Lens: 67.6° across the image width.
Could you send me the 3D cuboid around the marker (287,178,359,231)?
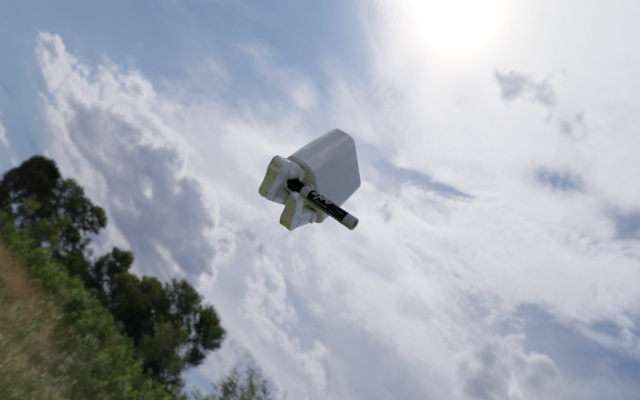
[{"bbox_3d":[0.000,0.002,0.660,0.121,0.020,0.020,33,15,24],"label":"marker"}]
